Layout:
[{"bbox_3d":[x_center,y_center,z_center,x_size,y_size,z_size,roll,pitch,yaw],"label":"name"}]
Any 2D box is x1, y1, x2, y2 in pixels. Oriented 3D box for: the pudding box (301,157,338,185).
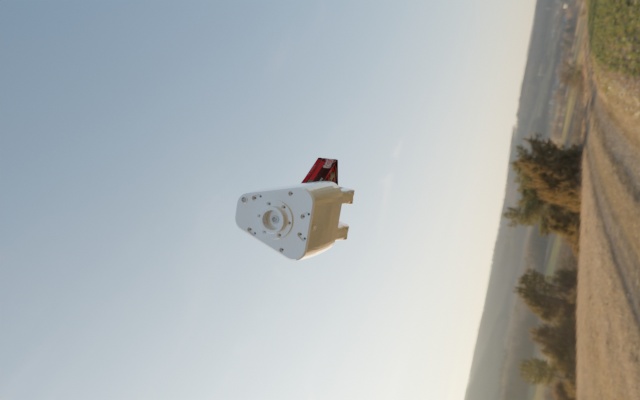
[{"bbox_3d":[0.000,0.002,0.742,0.039,0.114,0.090,11,36,16],"label":"pudding box"}]
